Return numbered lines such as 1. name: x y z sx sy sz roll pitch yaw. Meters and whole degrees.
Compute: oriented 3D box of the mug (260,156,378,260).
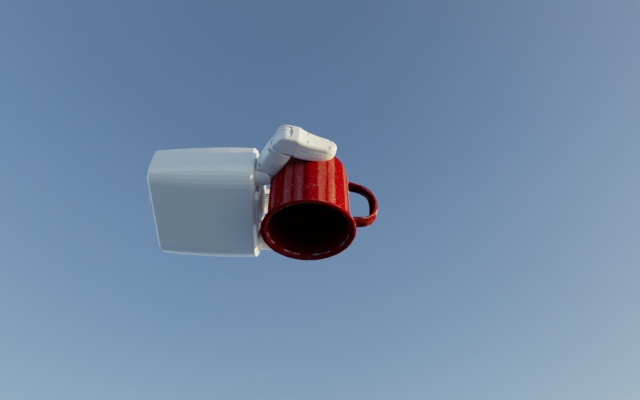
1. mug: 0.002 0.001 0.487 0.117 0.081 0.093 1 -43 -1
